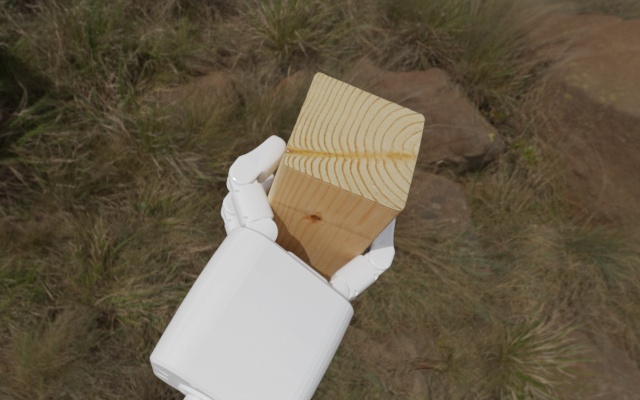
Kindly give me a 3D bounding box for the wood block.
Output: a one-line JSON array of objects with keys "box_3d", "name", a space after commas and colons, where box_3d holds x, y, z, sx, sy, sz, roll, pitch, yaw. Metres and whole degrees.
[{"box_3d": [0.000, 0.002, 0.422, 0.091, 0.090, 0.206, 22, -30, -6], "name": "wood block"}]
